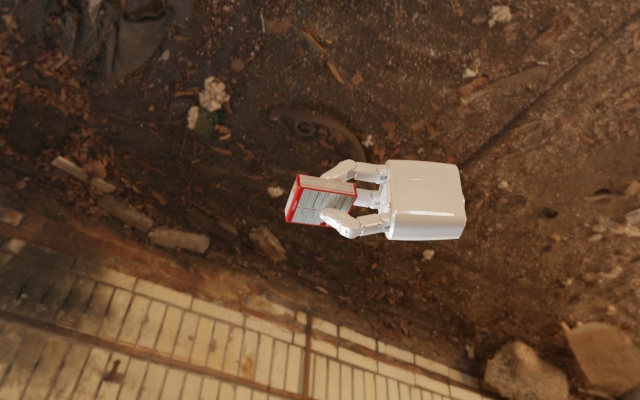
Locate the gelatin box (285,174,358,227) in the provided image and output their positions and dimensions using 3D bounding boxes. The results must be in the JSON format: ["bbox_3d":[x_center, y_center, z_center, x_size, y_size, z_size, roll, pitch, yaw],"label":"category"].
[{"bbox_3d":[0.000,0.003,0.689,0.089,0.030,0.073,8,-45,-17],"label":"gelatin box"}]
